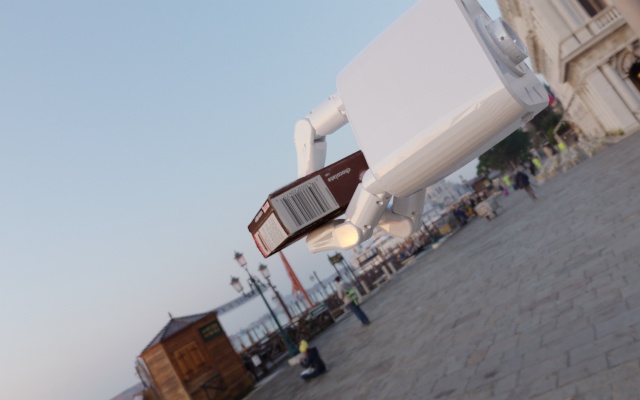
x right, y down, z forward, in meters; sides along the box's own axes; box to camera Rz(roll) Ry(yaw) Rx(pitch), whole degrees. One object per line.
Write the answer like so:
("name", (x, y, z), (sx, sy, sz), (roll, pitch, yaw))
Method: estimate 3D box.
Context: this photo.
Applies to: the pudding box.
("pudding box", (0.000, 0.001, 0.409), (0.113, 0.039, 0.090), (-26, -9, -25))
